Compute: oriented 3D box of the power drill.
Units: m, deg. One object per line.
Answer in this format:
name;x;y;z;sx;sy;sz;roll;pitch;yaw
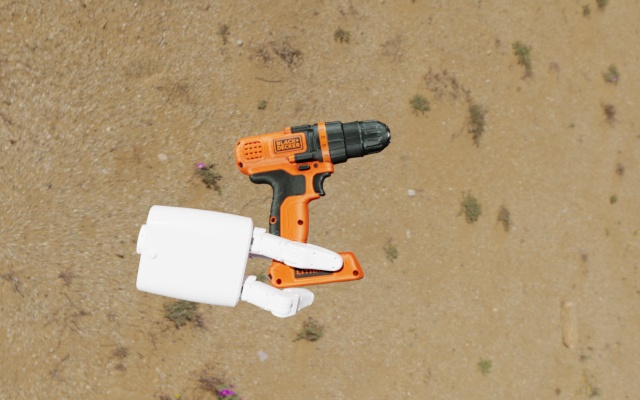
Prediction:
power drill;0.000;0.002;0.551;0.184;0.187;0.057;-9;-12;5
